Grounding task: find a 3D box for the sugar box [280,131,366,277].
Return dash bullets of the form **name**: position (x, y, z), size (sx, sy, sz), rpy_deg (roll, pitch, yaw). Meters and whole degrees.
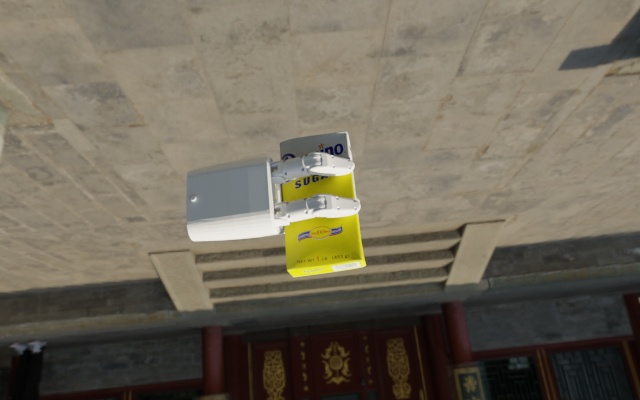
- **sugar box**: position (0.000, 0.002, 0.604), size (0.093, 0.176, 0.048), rpy_deg (-9, -20, 6)
